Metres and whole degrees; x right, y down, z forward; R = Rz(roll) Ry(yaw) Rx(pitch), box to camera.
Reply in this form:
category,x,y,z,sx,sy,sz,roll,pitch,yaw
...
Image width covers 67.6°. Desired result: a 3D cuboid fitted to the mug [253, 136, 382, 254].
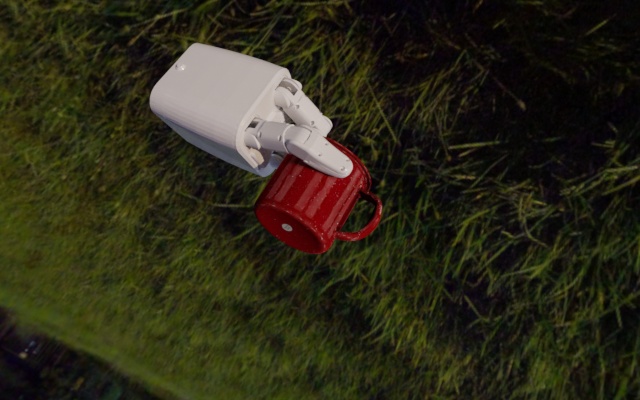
category,x,y,z,sx,sy,sz,roll,pitch,yaw
mug,0.001,0.002,0.453,0.117,0.081,0.093,23,-27,16
